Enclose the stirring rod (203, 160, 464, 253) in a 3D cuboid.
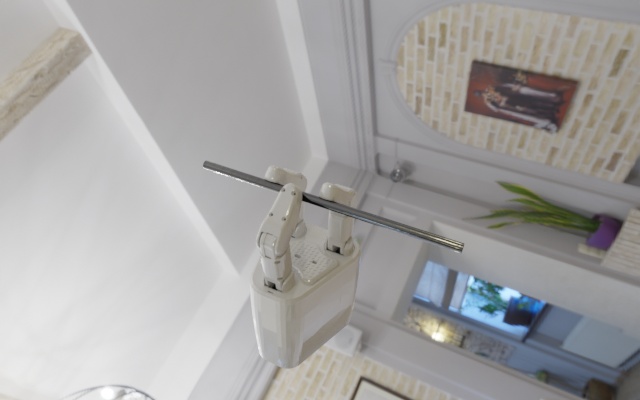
[{"bbox_3d":[0.000,0.001,0.401,0.239,0.011,0.011,18,7,21],"label":"stirring rod"}]
